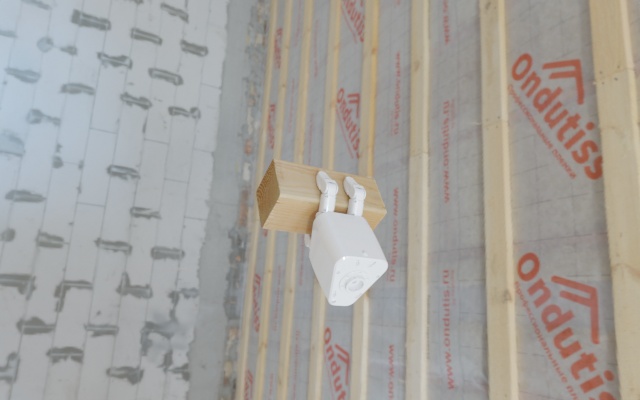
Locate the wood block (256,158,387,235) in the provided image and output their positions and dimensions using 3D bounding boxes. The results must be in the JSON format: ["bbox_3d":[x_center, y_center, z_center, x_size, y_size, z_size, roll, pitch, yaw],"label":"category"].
[{"bbox_3d":[0.000,0.003,0.855,0.206,0.090,0.091,10,-46,-26],"label":"wood block"}]
